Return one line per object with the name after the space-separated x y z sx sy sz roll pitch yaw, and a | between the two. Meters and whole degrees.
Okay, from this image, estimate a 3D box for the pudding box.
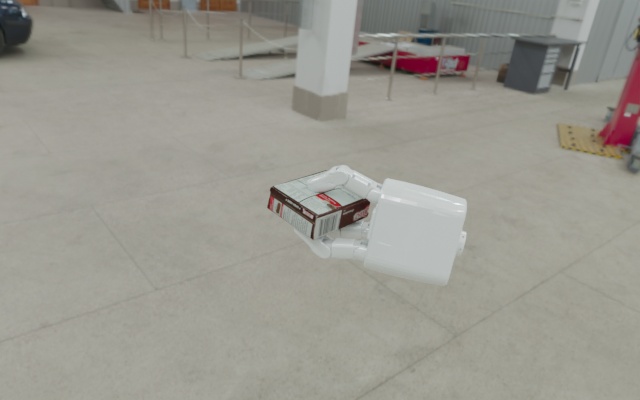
0.000 0.002 0.642 0.090 0.039 0.113 31 33 34 | pudding box
